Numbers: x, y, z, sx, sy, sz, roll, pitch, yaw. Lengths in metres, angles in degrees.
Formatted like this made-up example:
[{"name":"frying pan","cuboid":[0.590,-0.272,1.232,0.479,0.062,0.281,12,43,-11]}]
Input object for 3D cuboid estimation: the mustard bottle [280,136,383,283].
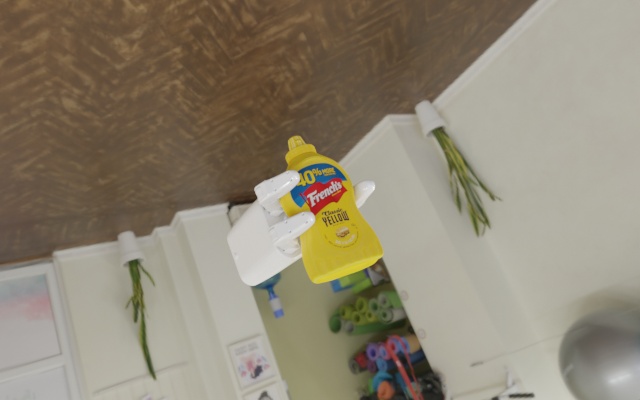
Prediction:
[{"name":"mustard bottle","cuboid":[0.000,0.002,0.608,0.096,0.191,0.058,-16,-19,-21]}]
